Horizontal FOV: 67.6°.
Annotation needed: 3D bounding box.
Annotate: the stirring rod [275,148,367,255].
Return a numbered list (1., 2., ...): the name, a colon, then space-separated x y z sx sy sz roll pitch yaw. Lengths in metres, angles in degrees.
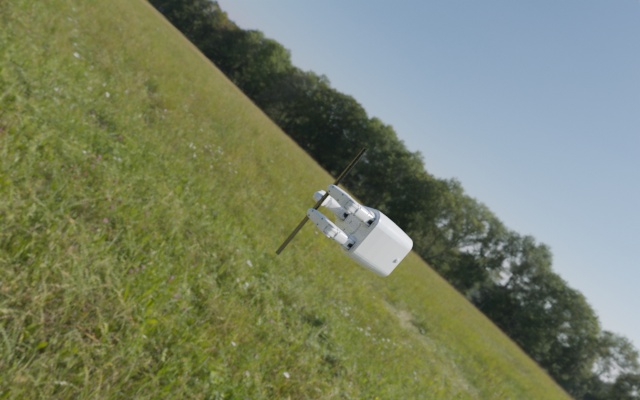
1. stirring rod: 0.000 0.003 0.833 0.011 0.239 0.011 40 6 -5
